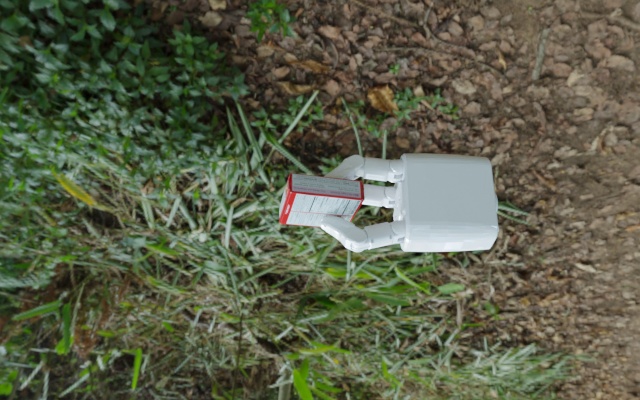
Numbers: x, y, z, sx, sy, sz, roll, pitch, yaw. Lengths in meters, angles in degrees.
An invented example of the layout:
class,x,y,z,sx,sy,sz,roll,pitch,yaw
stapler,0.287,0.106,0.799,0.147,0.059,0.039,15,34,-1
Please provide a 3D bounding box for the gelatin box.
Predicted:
class,x,y,z,sx,sy,sz,roll,pitch,yaw
gelatin box,0.000,0.002,0.568,0.089,0.030,0.073,5,-32,-12
